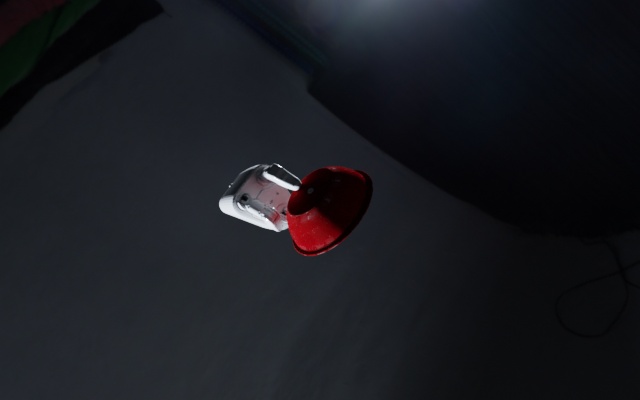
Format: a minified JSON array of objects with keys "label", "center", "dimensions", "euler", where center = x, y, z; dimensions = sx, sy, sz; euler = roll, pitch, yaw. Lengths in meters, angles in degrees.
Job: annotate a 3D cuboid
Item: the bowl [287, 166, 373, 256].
[{"label":"bowl","center":[0.001,0.002,0.727],"dimensions":[0.055,0.162,0.162],"euler":[42,-24,-29]}]
